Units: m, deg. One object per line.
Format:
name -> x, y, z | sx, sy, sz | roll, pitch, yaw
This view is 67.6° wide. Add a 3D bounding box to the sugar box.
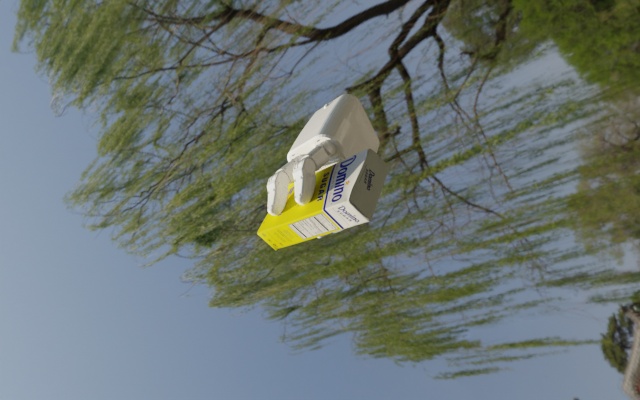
sugar box -> 0.000, 0.002, 0.617 | 0.048, 0.093, 0.176 | 42, -41, -22
